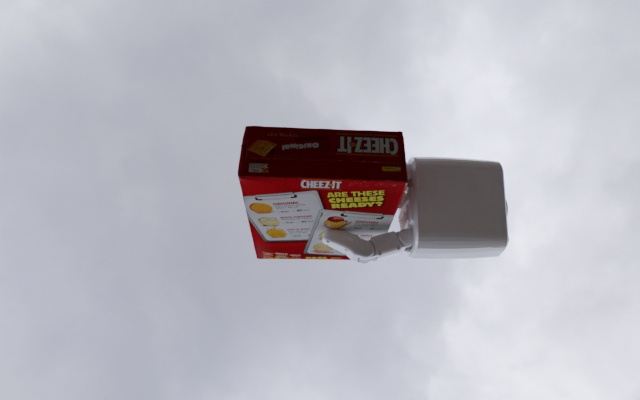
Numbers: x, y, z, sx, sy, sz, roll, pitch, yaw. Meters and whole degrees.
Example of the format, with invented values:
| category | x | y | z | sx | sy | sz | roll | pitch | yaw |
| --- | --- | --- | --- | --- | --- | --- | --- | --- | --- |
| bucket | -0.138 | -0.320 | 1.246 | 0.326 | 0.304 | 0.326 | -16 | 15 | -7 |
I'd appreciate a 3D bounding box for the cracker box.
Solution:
| category | x | y | z | sx | sy | sz | roll | pitch | yaw |
| --- | --- | --- | --- | --- | --- | --- | --- | --- | --- |
| cracker box | 0.000 | 0.002 | 0.558 | 0.164 | 0.072 | 0.214 | 1 | -28 | -1 |
